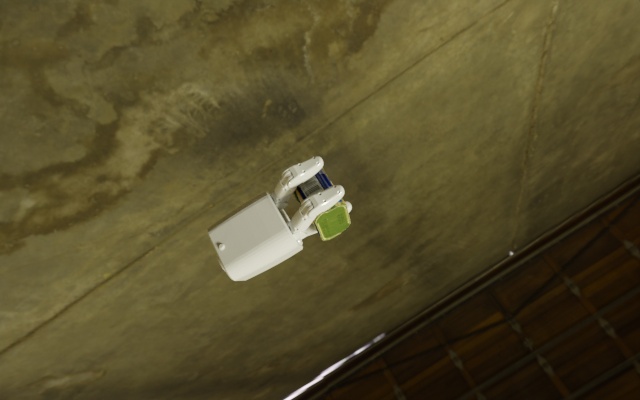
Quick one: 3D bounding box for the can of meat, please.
[{"bbox_3d":[0.000,0.003,0.712,0.057,0.084,0.102,-29,-26,-5],"label":"can of meat"}]
